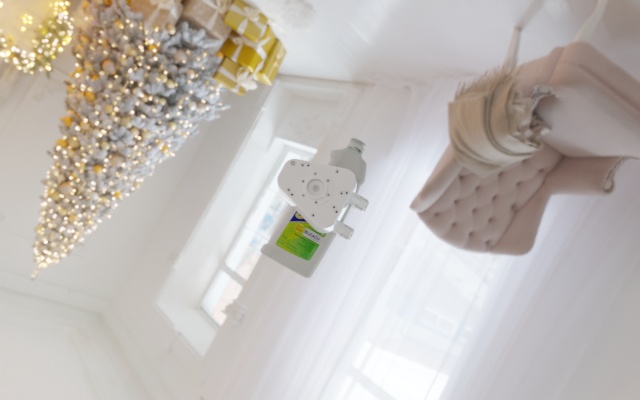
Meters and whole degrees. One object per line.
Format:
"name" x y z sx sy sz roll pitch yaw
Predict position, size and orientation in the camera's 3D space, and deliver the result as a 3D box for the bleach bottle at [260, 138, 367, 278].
"bleach bottle" 0.000 0.003 0.827 0.102 0.251 0.068 28 -5 3
